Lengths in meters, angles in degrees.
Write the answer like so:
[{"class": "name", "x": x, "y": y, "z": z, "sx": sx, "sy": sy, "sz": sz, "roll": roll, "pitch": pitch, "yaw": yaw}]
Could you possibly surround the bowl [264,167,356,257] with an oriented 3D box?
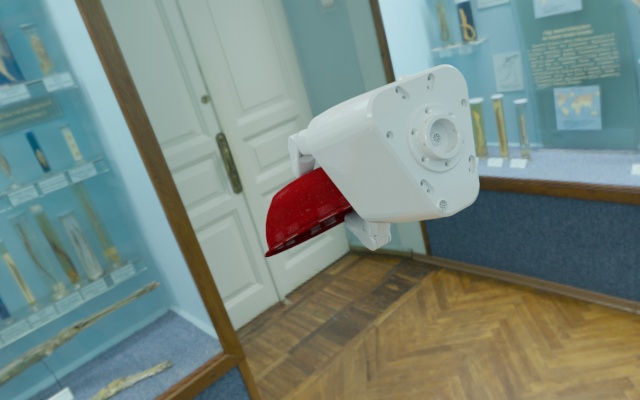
[{"class": "bowl", "x": -0.001, "y": 0.002, "z": 0.522, "sx": 0.162, "sy": 0.055, "sz": 0.162, "roll": -28, "pitch": -7, "yaw": -4}]
